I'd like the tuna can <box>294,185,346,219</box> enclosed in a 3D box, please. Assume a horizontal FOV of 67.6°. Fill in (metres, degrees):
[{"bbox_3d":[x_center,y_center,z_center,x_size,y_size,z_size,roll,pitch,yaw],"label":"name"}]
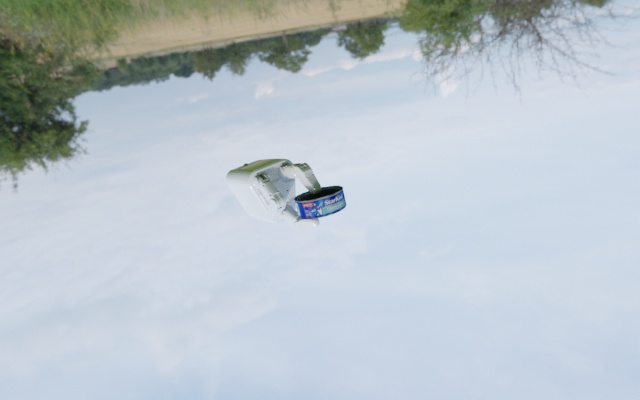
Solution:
[{"bbox_3d":[0.000,0.003,0.811,0.086,0.034,0.086,-13,12,3],"label":"tuna can"}]
